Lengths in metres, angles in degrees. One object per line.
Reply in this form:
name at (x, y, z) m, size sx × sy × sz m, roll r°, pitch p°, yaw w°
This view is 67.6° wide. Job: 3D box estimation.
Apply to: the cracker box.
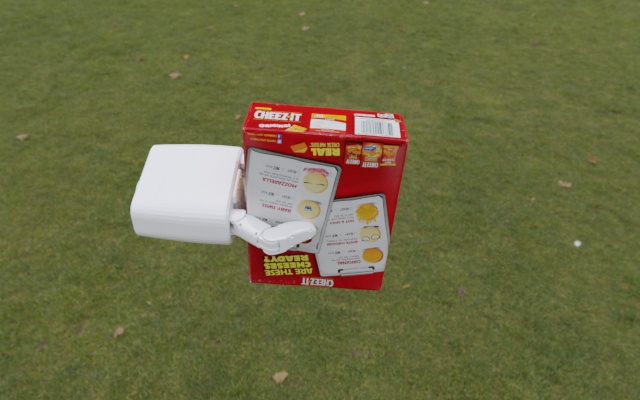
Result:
cracker box at (0.000, 0.002, 0.544) m, size 0.164 × 0.214 × 0.072 m, roll 4°, pitch 37°, yaw 0°
